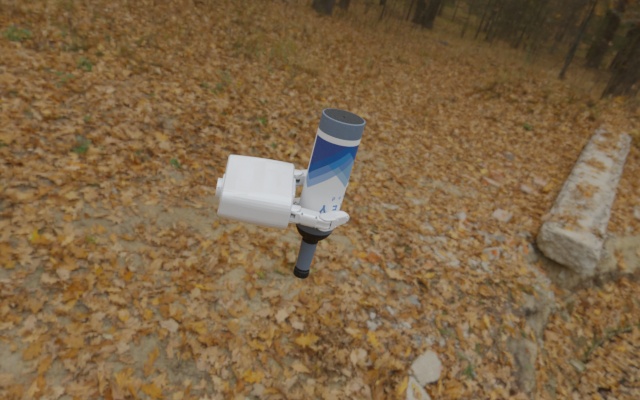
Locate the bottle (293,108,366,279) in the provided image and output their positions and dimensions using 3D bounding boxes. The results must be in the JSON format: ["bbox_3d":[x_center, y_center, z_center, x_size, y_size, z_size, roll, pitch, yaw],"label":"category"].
[{"bbox_3d":[0.000,0.002,0.772,0.069,0.296,0.069,12,27,-6],"label":"bottle"}]
